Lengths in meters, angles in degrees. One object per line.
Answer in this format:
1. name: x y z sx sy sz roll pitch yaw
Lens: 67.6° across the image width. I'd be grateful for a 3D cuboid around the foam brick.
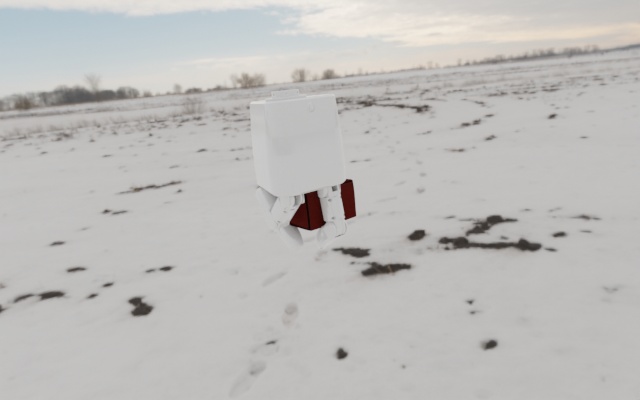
1. foam brick: 0.000 0.002 0.617 0.078 0.051 0.053 -16 16 -35
